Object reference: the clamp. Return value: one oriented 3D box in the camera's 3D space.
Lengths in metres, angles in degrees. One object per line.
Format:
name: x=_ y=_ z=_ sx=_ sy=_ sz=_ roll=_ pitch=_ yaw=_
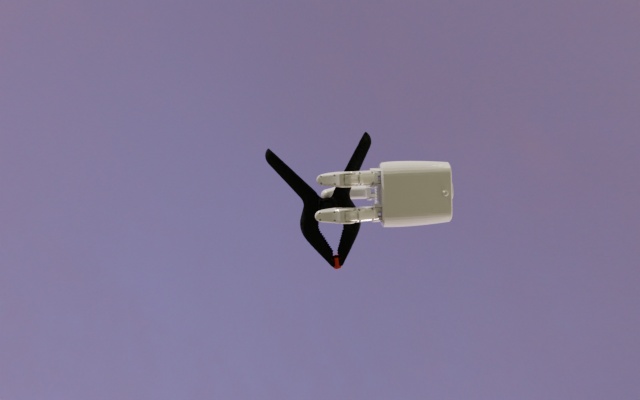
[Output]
clamp: x=0.000 y=0.003 z=0.746 sx=0.164 sy=0.210 sz=0.036 roll=-2 pitch=6 yaw=3
